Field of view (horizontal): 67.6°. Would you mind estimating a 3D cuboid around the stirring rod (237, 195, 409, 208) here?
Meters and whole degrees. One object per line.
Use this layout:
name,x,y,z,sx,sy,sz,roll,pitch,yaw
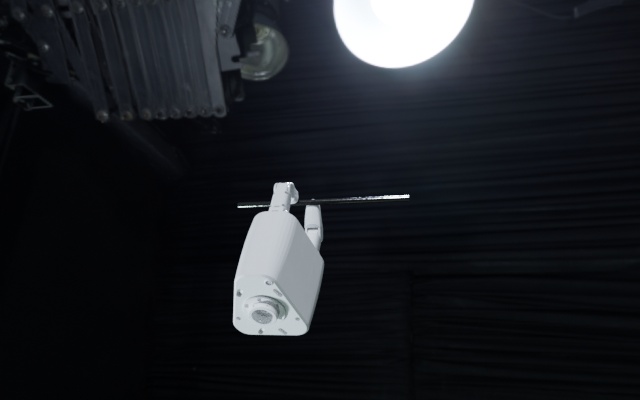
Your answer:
stirring rod,0.000,0.002,0.659,0.239,0.011,0.011,-2,-1,12
